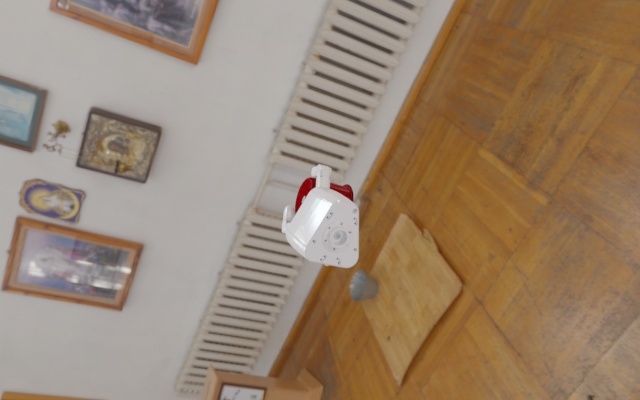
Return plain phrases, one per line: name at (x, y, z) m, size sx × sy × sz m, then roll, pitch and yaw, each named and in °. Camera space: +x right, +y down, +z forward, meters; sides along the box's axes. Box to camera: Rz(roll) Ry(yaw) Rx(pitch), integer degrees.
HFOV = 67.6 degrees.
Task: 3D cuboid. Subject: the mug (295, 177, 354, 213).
mug at (-0.001, 0.003, 0.897) m, size 0.081 × 0.093 × 0.117 m, roll 15°, pitch 5°, yaw -21°
